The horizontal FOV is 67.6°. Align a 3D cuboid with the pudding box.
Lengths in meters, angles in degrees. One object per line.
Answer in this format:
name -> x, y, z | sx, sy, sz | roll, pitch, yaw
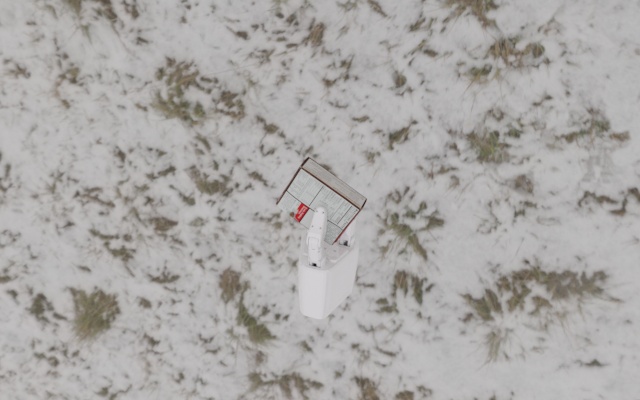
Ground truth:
pudding box -> 0.000, 0.003, 0.727 | 0.113, 0.090, 0.039 | 35, 35, -2
